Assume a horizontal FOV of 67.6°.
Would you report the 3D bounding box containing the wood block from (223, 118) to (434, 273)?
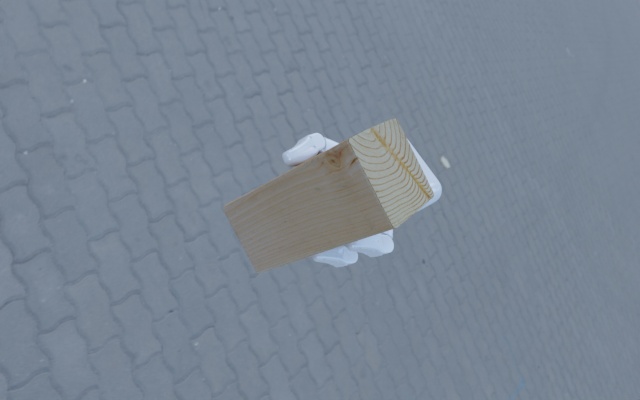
[{"bbox_3d":[0.000,0.001,0.513,0.206,0.091,0.090,-24,4,43],"label":"wood block"}]
